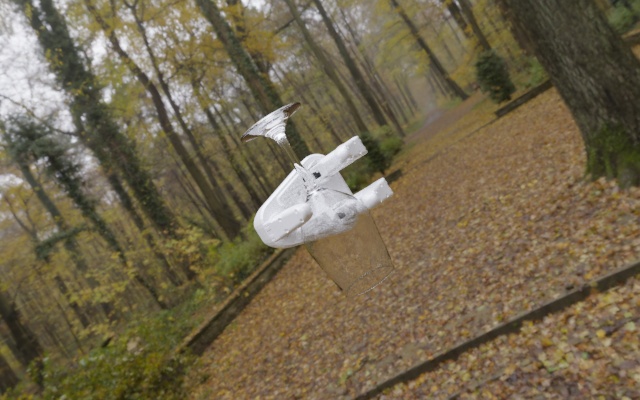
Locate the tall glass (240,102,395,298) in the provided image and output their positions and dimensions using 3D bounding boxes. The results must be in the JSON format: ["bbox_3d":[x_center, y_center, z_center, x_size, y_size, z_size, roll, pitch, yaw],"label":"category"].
[{"bbox_3d":[0.000,0.001,0.504,0.079,0.201,0.079,-32,2,1],"label":"tall glass"}]
